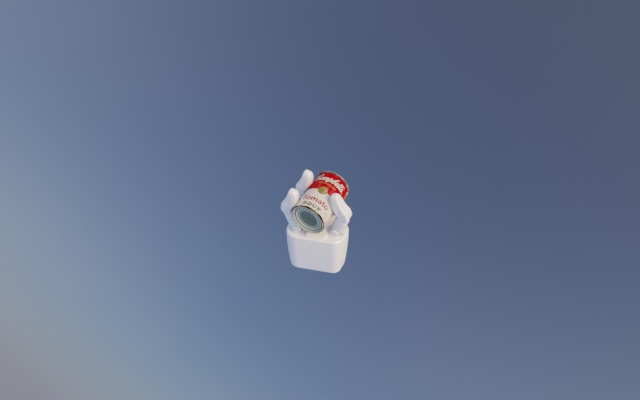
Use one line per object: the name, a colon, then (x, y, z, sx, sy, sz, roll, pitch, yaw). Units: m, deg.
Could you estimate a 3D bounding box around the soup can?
soup can: (0.000, 0.003, 0.881, 0.068, 0.068, 0.102, 0, 40, 38)
